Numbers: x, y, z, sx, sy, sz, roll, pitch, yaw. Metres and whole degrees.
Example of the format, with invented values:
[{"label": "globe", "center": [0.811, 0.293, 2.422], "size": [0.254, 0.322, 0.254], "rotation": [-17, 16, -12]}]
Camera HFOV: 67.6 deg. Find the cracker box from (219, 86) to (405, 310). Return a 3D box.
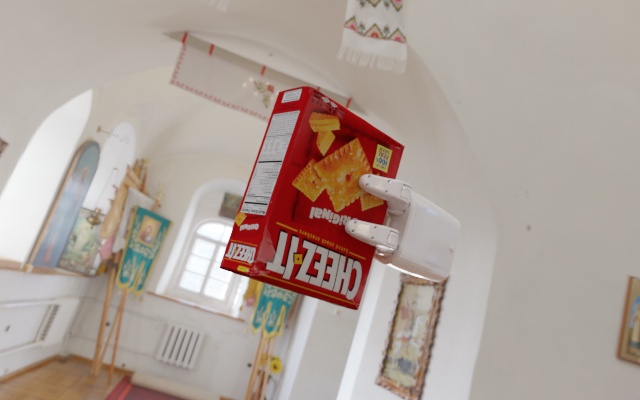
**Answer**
[{"label": "cracker box", "center": [0.000, 0.002, 0.552], "size": [0.164, 0.213, 0.072], "rotation": [26, -14, -37]}]
